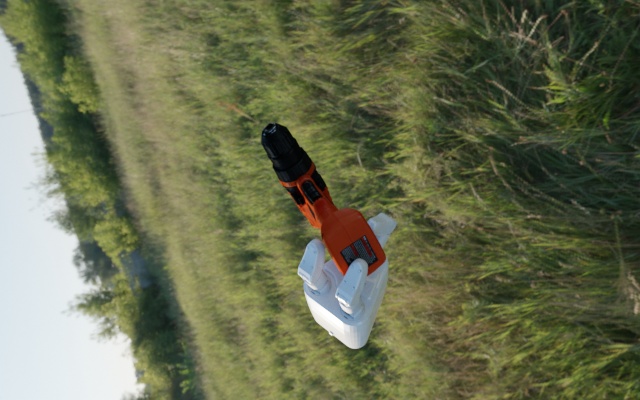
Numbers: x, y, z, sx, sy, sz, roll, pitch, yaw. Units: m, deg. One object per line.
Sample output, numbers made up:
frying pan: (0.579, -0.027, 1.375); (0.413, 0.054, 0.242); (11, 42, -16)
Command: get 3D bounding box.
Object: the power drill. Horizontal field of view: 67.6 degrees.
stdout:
power drill: (0.000, 0.002, 0.602); (0.057, 0.184, 0.187); (-35, 39, -1)
